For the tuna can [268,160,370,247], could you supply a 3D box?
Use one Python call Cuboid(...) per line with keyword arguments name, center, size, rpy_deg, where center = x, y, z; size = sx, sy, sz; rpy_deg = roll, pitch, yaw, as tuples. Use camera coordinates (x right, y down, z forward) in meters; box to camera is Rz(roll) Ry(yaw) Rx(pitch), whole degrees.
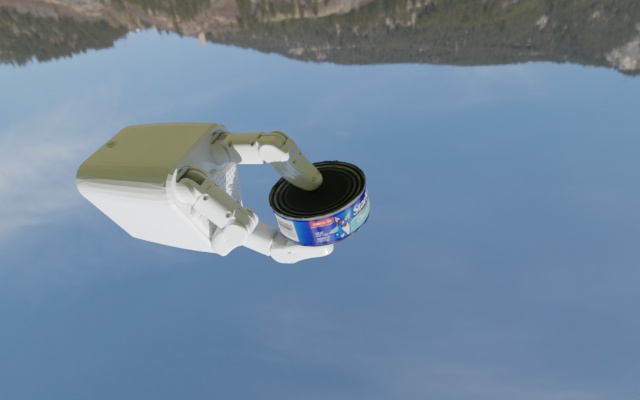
Cuboid(name="tuna can", center=(0.000, 0.002, 0.420), size=(0.086, 0.034, 0.086), rpy_deg=(-10, 34, 7))
